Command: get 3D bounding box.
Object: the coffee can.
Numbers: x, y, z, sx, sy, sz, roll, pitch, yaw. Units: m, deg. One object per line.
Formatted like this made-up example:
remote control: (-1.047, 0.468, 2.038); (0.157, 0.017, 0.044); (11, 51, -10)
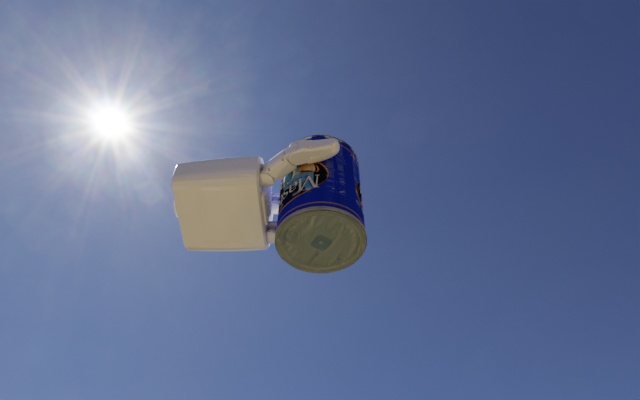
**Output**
coffee can: (0.000, 0.002, 0.579); (0.103, 0.103, 0.140); (0, 41, 0)
